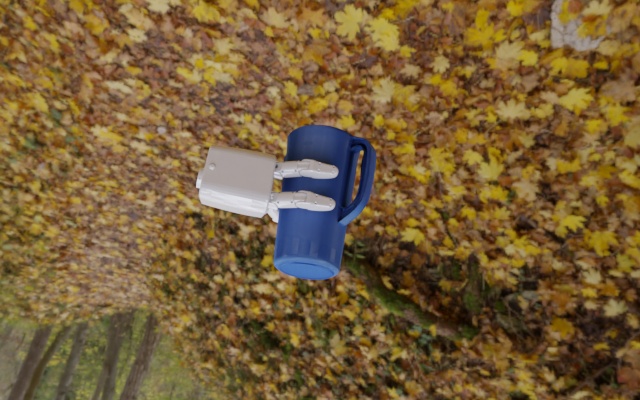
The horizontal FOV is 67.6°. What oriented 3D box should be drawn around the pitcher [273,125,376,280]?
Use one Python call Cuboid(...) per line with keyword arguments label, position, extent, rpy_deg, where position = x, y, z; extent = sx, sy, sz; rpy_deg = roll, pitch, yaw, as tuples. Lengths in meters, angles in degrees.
Cuboid(label="pitcher", position=(0.000, 0.003, 0.803), extent=(0.145, 0.242, 0.149), rpy_deg=(12, -24, -9))
